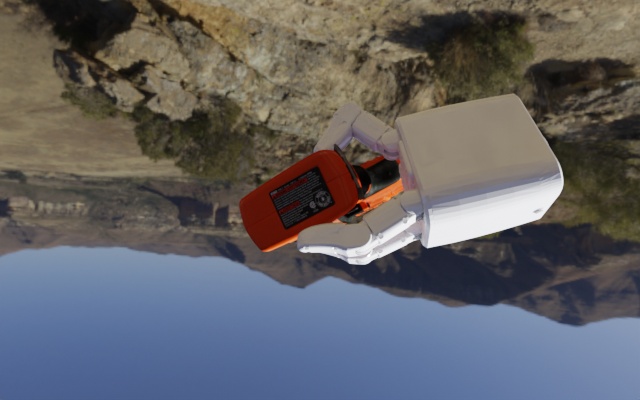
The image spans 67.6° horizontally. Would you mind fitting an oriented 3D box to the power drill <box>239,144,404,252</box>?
[{"bbox_3d":[0.000,0.002,0.480,0.184,0.057,0.187,-31,-7,22],"label":"power drill"}]
